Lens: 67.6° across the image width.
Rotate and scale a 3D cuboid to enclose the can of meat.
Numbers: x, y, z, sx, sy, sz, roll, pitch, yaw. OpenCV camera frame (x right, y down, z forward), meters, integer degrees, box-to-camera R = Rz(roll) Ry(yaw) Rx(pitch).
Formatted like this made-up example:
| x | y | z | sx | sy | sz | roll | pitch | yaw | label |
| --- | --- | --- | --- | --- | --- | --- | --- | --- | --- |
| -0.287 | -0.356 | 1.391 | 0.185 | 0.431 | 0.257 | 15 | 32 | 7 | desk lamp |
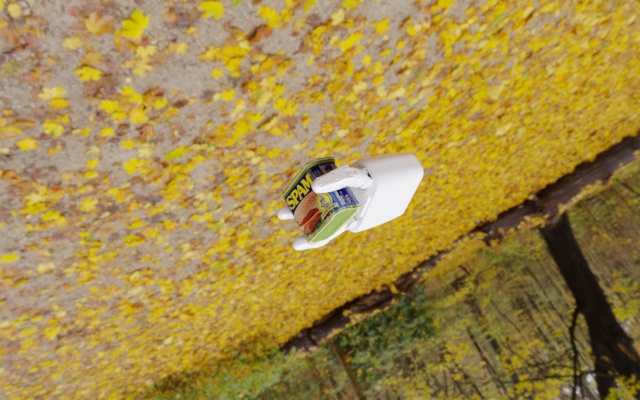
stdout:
| x | y | z | sx | sy | sz | roll | pitch | yaw | label |
| --- | --- | --- | --- | --- | --- | --- | --- | --- | --- |
| 0.000 | 0.002 | 0.675 | 0.057 | 0.084 | 0.102 | -12 | -25 | -42 | can of meat |
